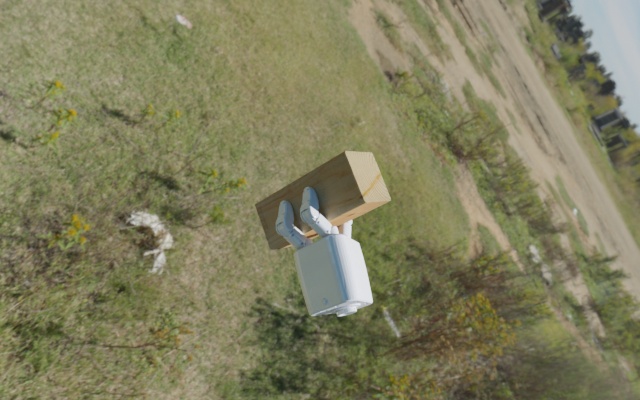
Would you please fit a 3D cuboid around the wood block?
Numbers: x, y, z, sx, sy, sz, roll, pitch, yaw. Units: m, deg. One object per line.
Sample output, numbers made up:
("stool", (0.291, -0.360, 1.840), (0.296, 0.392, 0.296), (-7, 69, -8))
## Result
("wood block", (0.001, 0.003, 0.808), (0.206, 0.090, 0.091), (-28, -13, 33))
